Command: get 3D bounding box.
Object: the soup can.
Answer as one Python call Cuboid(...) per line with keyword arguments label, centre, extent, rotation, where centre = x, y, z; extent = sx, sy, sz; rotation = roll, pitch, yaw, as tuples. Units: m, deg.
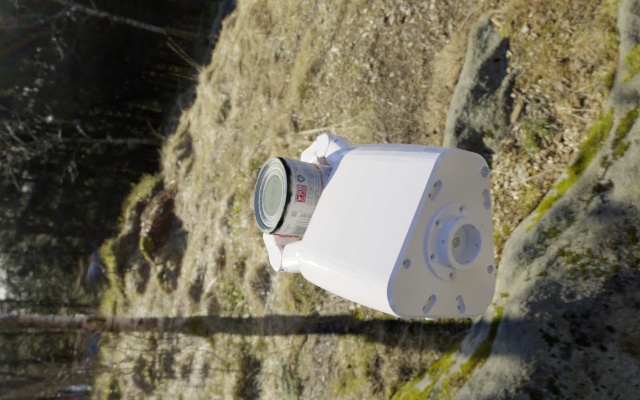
Cuboid(label="soup can", centre=(0.000, 0.001, 0.427), extent=(0.102, 0.068, 0.068), rotation=(8, -4, -31))
